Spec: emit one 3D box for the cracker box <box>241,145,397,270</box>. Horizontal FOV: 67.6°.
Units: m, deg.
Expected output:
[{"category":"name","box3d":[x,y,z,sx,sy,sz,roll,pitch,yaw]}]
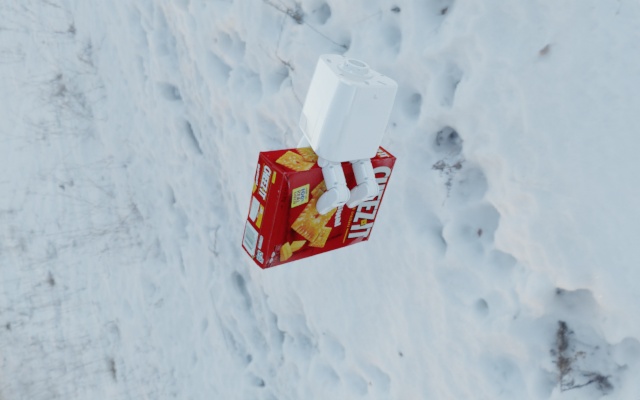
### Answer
[{"category":"cracker box","box3d":[0.000,0.002,0.715,0.213,0.164,0.072,-11,39,-37]}]
